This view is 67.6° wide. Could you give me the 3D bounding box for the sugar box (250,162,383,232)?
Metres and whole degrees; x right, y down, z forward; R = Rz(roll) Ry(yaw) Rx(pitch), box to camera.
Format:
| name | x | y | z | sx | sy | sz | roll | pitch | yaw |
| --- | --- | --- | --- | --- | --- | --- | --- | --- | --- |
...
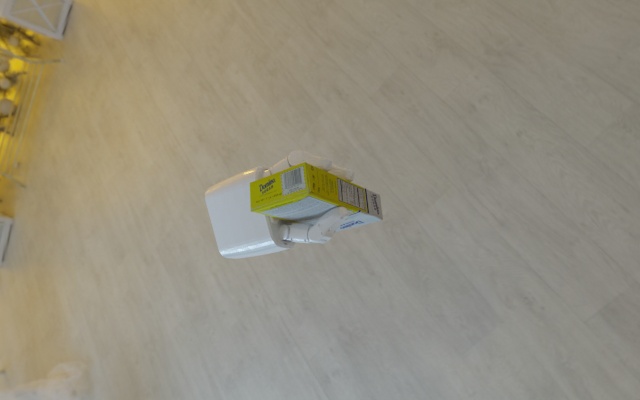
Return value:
| name | x | y | z | sx | sy | sz | roll | pitch | yaw |
| --- | --- | --- | --- | --- | --- | --- | --- | --- | --- |
| sugar box | 0.000 | 0.002 | 0.635 | 0.093 | 0.048 | 0.176 | -16 | -19 | 32 |
